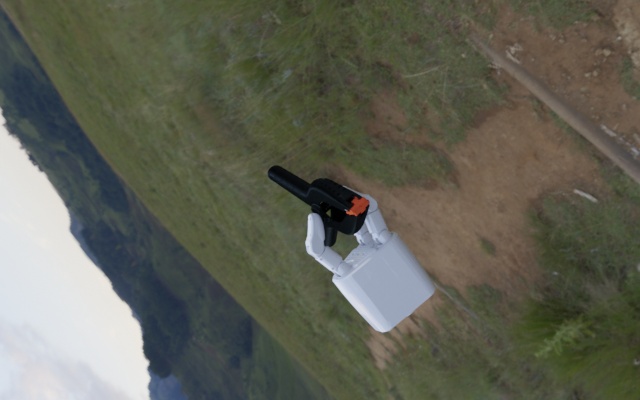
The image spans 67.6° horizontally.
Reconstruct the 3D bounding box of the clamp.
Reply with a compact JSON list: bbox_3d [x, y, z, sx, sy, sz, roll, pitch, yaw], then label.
[{"bbox_3d":[0.000,0.003,0.694,0.036,0.164,0.210,-44,10,-19],"label":"clamp"}]
